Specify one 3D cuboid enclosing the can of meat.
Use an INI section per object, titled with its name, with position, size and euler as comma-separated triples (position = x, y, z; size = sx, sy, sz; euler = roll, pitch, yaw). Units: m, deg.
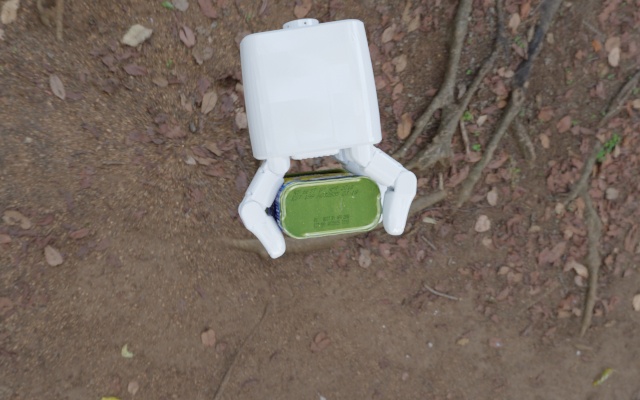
[can of meat]
position = 0.000, 0.002, 0.467
size = 0.102, 0.057, 0.084
euler = -7, 8, -15
